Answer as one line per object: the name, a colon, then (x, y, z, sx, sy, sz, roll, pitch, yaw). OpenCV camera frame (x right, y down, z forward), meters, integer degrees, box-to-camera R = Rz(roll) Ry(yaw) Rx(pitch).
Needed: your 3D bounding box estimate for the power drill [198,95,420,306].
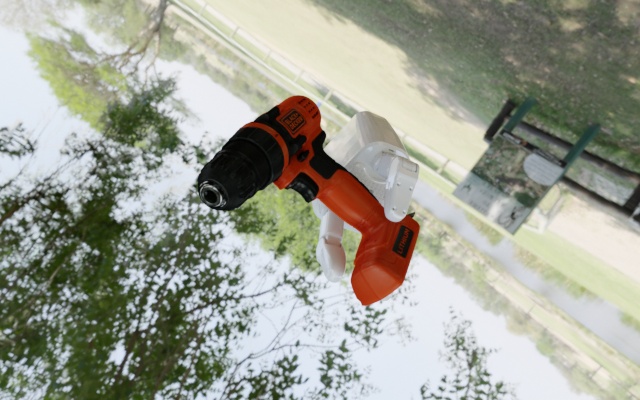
power drill: (0.000, 0.002, 0.420, 0.057, 0.188, 0.184, -37, 10, 36)
